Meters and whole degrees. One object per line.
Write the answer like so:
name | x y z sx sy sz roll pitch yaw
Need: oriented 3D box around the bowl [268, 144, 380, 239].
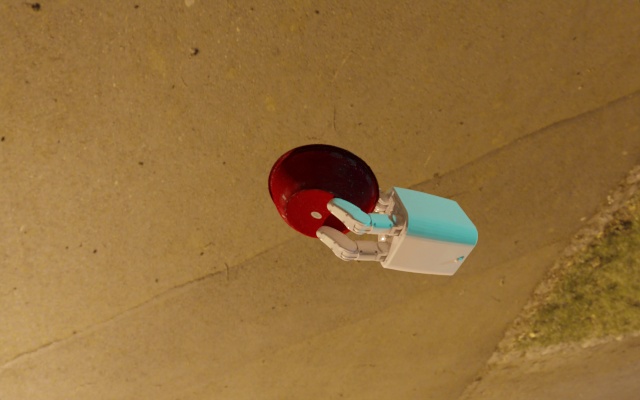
bowl | -0.001 0.002 0.667 0.162 0.162 0.055 0 40 11
